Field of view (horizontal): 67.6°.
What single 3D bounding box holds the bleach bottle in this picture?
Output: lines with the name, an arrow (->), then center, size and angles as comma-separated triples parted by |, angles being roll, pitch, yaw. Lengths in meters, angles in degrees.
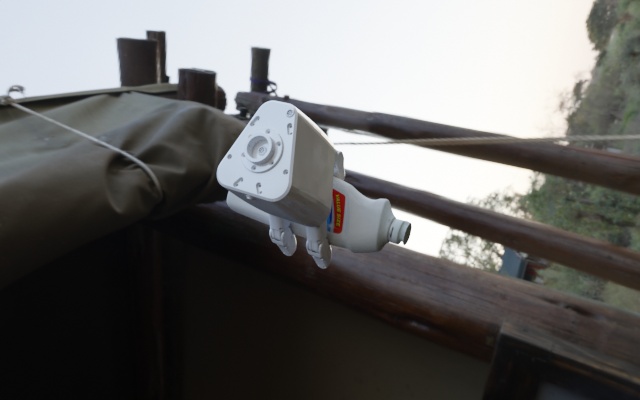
bleach bottle -> 0.000, 0.002, 0.634 | 0.251, 0.102, 0.068 | 16, -9, 26
